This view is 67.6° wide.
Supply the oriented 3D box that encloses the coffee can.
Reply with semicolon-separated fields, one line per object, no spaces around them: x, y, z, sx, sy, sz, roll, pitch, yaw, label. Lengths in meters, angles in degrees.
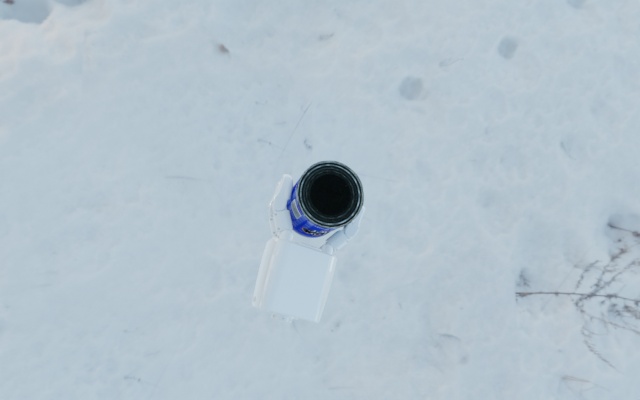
0.000;0.002;0.764;0.103;0.103;0.140;0;-10;-13;coffee can
